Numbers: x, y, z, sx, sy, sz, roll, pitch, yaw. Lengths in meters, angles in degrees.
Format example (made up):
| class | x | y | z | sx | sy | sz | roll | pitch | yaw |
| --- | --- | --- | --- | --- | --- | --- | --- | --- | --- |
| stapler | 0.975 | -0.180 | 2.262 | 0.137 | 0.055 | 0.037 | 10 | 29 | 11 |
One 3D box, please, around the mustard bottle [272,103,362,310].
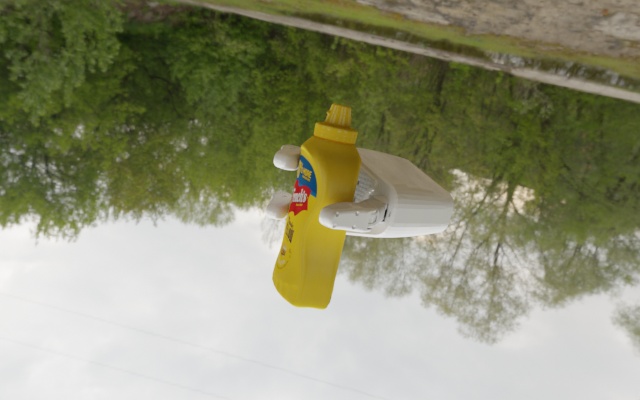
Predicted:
| class | x | y | z | sx | sy | sz | roll | pitch | yaw |
| --- | --- | --- | --- | --- | --- | --- | --- | --- | --- |
| mustard bottle | 0.000 | 0.002 | 0.469 | 0.058 | 0.192 | 0.096 | 10 | 13 | -16 |
